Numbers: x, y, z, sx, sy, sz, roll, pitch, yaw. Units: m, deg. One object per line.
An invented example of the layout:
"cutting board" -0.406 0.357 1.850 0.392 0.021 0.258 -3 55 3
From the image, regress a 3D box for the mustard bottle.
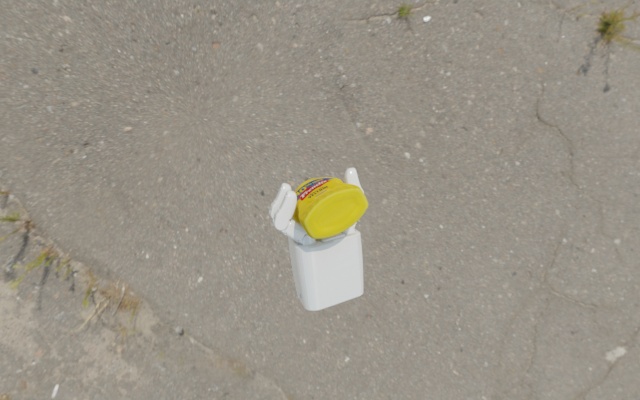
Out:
"mustard bottle" 0.000 0.002 0.740 0.096 0.058 0.191 -33 16 -7
